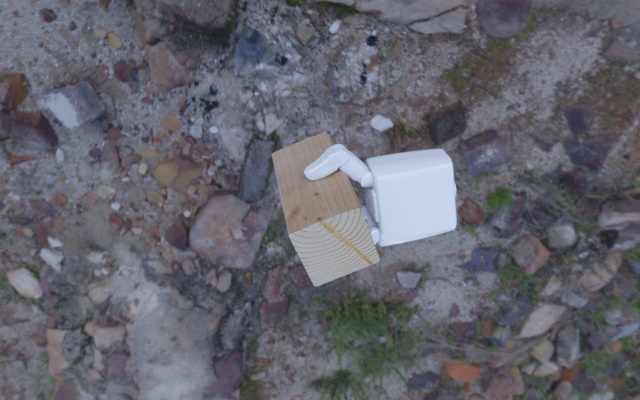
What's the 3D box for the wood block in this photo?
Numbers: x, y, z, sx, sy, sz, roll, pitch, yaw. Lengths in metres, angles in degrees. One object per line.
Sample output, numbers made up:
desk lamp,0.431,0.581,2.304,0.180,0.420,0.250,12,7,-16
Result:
wood block,0.000,0.002,0.642,0.090,0.091,0.206,-21,34,2
